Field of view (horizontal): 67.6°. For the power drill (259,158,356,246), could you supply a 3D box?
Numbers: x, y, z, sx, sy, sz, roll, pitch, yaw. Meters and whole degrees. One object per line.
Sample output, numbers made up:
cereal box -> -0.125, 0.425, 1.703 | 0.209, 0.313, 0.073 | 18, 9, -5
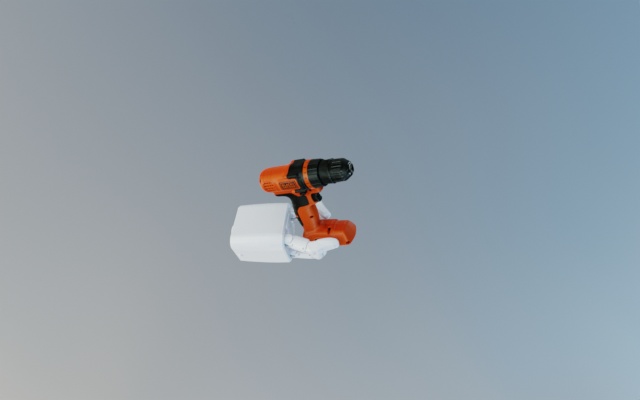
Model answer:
power drill -> 0.000, 0.003, 0.882 | 0.184, 0.188, 0.057 | -5, 40, 30
